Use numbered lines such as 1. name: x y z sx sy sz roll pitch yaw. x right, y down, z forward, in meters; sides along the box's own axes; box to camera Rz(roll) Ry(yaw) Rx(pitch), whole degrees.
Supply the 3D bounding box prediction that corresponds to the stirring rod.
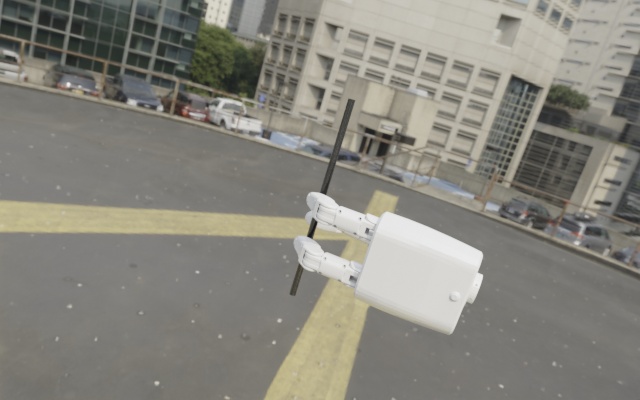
1. stirring rod: 0.000 0.002 0.548 0.011 0.239 0.011 16 14 -4
